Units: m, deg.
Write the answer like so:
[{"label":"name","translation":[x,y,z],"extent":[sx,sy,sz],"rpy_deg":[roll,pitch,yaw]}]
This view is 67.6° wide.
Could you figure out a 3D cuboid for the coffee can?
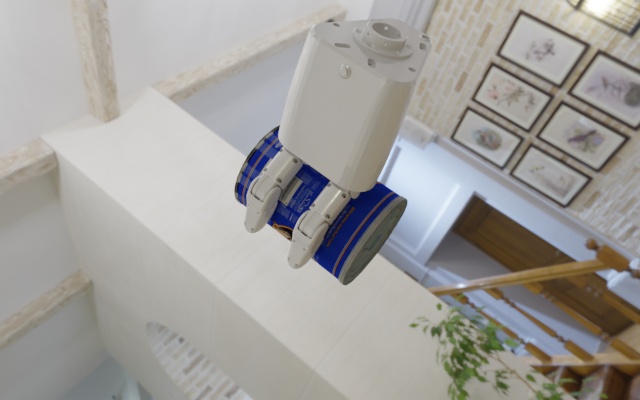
[{"label":"coffee can","translation":[0.000,0.002,0.478],"extent":[0.140,0.103,0.103],"rpy_deg":[36,11,16]}]
